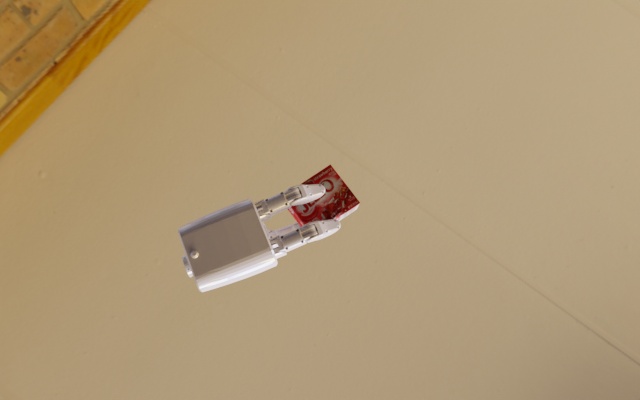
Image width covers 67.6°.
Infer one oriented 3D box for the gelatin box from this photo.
[{"bbox_3d":[0.000,0.002,0.687,0.089,0.073,0.030,-33,-12,-18],"label":"gelatin box"}]
